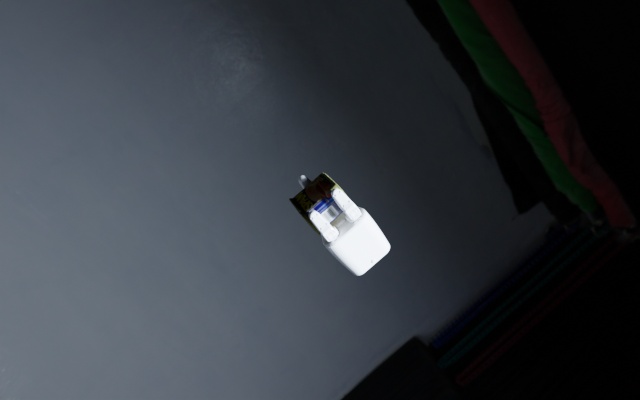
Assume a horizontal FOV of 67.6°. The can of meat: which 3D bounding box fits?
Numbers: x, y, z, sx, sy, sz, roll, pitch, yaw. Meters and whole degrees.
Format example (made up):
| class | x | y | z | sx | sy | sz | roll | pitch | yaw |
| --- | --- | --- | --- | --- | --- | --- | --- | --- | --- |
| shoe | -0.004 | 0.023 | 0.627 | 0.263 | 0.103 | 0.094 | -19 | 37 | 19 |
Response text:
| class | x | y | z | sx | sy | sz | roll | pitch | yaw |
| --- | --- | --- | --- | --- | --- | --- | --- | --- | --- |
| can of meat | 0.000 | 0.003 | 0.874 | 0.084 | 0.057 | 0.102 | -41 | 30 | -1 |
